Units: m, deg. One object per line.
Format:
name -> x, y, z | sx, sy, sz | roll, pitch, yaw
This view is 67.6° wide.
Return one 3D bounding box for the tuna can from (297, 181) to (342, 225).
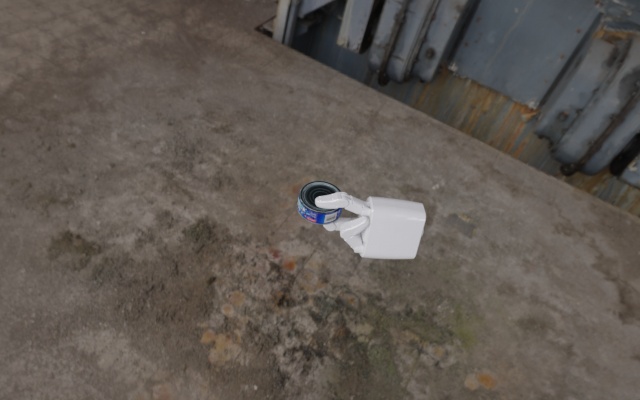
tuna can -> 0.000, 0.003, 0.894 | 0.086, 0.086, 0.034 | 0, -43, -10
